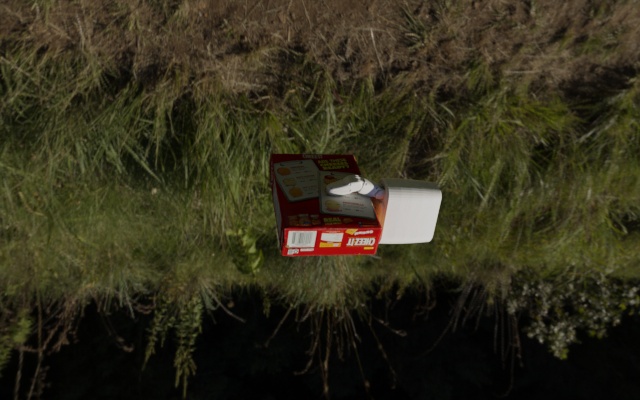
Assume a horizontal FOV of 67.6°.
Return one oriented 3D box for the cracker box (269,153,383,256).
[{"bbox_3d":[0.000,0.003,0.850,0.164,0.072,0.213,0,39,-13],"label":"cracker box"}]
